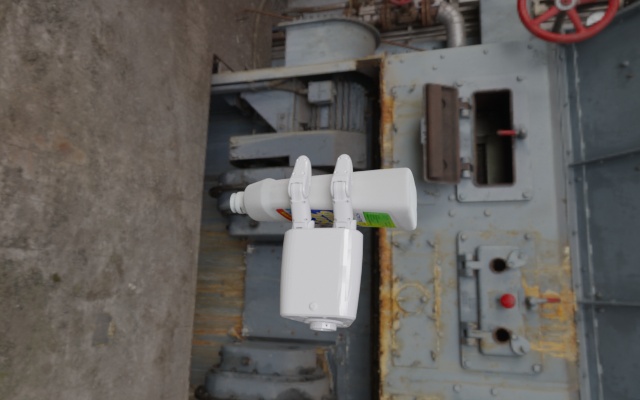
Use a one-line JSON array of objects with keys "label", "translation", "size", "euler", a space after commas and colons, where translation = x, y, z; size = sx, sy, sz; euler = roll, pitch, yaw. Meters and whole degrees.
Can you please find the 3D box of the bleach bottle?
[{"label": "bleach bottle", "translation": [0.000, 0.002, 0.652], "size": [0.251, 0.068, 0.103], "euler": [-2, -21, 16]}]
